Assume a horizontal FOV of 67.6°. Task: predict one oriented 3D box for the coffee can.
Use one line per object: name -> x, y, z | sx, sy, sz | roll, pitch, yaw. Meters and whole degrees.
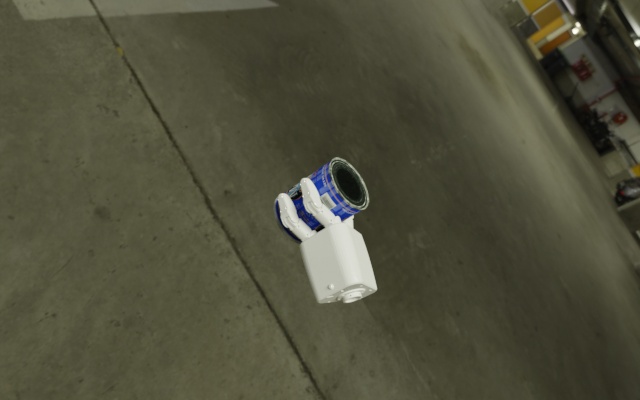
coffee can -> 0.000, 0.003, 0.852 | 0.140, 0.102, 0.103 | -33, -18, 31
